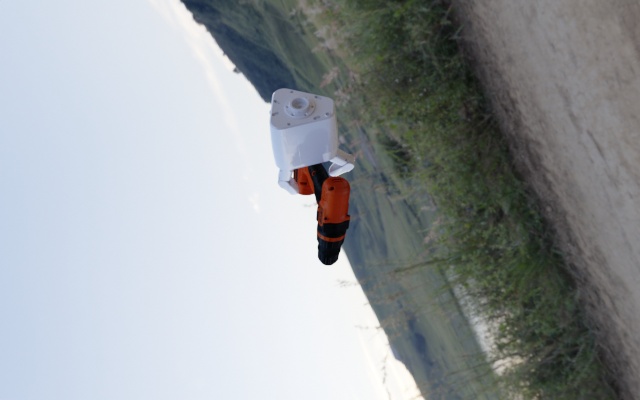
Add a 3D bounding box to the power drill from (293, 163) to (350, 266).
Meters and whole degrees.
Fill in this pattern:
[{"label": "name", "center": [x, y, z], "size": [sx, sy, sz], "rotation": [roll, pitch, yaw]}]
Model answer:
[{"label": "power drill", "center": [0.000, 0.002, 0.885], "size": [0.057, 0.185, 0.187], "rotation": [-7, 37, -20]}]
